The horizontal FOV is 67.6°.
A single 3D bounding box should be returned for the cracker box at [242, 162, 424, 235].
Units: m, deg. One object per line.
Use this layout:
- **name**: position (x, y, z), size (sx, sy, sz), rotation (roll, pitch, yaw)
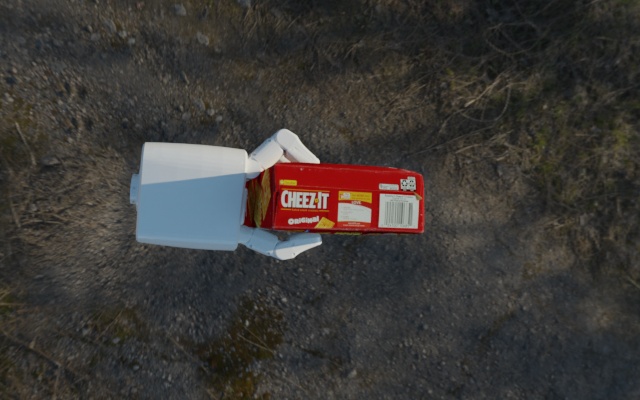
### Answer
- **cracker box**: position (0.000, 0.002, 0.571), size (0.164, 0.072, 0.213), rotation (2, -2, -17)
